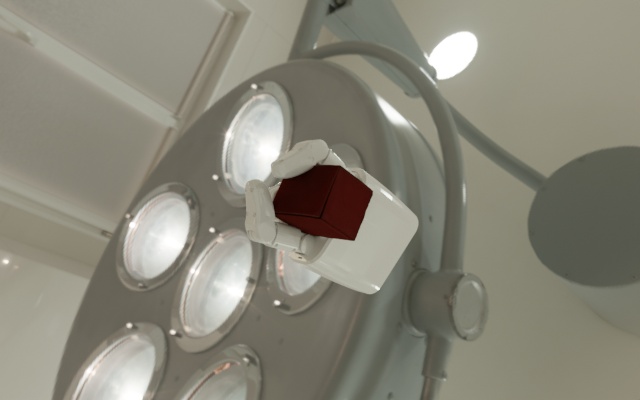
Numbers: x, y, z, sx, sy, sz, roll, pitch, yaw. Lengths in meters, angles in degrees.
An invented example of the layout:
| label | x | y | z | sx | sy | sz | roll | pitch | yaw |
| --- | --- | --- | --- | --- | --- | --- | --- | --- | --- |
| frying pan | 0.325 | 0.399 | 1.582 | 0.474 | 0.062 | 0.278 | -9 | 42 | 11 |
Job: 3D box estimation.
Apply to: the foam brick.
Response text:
| label | x | y | z | sx | sy | sz | roll | pitch | yaw |
| --- | --- | --- | --- | --- | --- | --- | --- | --- | --- |
| foam brick | 0.000 | 0.002 | 0.449 | 0.051 | 0.053 | 0.078 | 35 | -19 | -36 |
